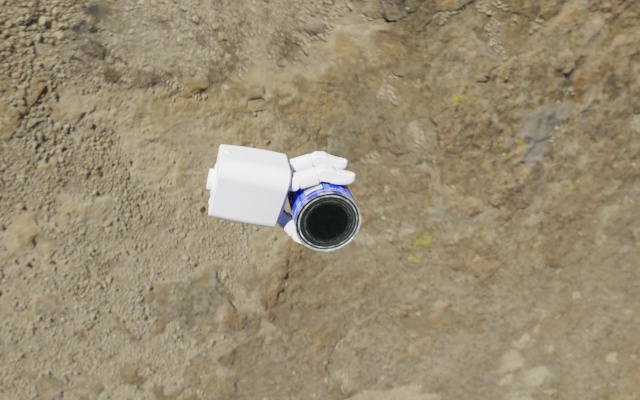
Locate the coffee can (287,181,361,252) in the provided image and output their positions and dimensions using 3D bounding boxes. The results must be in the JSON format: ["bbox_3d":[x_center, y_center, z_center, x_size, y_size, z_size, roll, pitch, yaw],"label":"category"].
[{"bbox_3d":[0.000,0.003,0.777,0.103,0.103,0.140,0,27,-11],"label":"coffee can"}]
